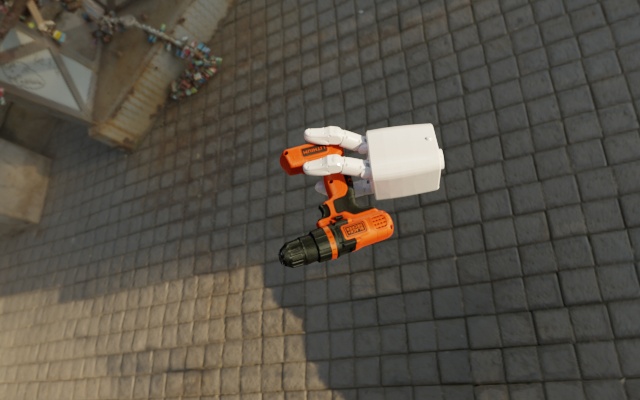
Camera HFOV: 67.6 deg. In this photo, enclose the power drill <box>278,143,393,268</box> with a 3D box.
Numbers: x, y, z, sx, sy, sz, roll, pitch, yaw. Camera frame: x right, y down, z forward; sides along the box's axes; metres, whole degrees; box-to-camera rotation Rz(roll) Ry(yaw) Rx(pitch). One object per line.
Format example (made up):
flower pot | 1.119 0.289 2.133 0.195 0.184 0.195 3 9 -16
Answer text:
power drill | 0.000 0.002 0.752 0.184 0.187 0.057 -16 -20 -17
